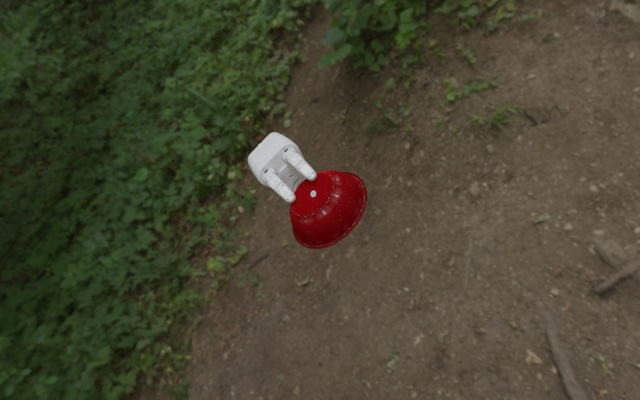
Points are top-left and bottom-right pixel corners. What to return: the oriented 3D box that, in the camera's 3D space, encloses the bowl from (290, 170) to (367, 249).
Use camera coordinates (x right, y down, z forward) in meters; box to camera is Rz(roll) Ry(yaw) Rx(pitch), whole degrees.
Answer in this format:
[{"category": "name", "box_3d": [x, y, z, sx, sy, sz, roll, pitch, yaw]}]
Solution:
[{"category": "bowl", "box_3d": [0.001, 0.003, 0.844, 0.162, 0.162, 0.055, 0, -31, 41]}]
